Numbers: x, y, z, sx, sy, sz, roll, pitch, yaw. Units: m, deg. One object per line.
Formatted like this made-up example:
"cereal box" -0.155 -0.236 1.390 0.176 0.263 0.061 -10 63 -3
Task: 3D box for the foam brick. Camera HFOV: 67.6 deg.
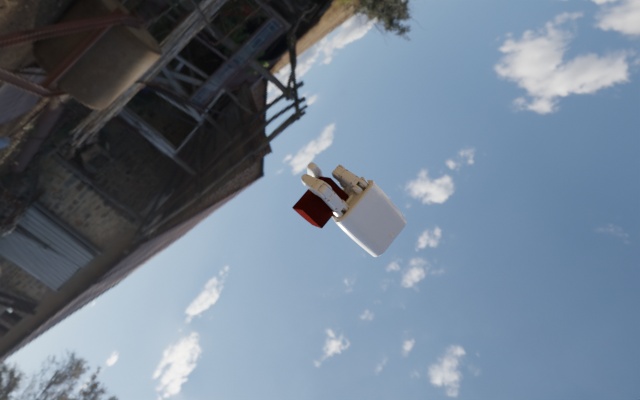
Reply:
"foam brick" 0.000 0.003 0.840 0.051 0.078 0.053 45 -12 -20
